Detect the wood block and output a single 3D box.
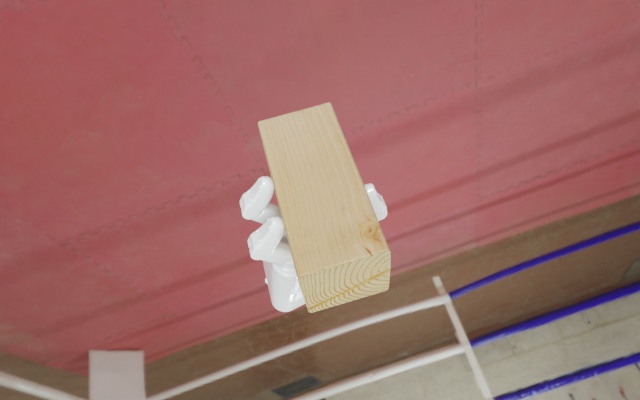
[{"bbox_3d":[0.000,0.002,0.526,0.091,0.206,0.090,-16,-35,-4],"label":"wood block"}]
